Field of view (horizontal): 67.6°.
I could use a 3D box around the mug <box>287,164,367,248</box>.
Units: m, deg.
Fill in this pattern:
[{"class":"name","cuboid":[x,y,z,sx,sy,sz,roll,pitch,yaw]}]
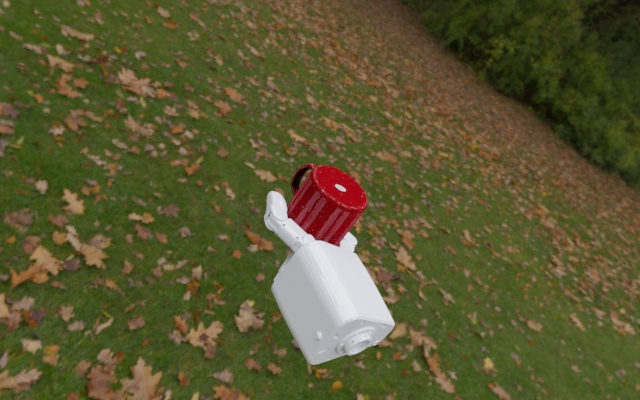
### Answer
[{"class":"mug","cuboid":[0.000,0.001,0.608,0.093,0.117,0.081,4,-47,-42]}]
